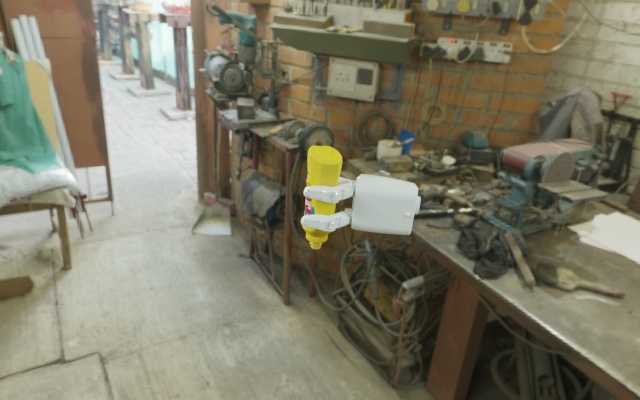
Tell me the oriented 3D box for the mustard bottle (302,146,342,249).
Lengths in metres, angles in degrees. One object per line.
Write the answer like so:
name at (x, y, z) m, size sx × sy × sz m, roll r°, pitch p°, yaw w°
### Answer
mustard bottle at (0.000, 0.003, 0.874) m, size 0.058 × 0.192 × 0.096 m, roll -1°, pitch 25°, yaw -14°
